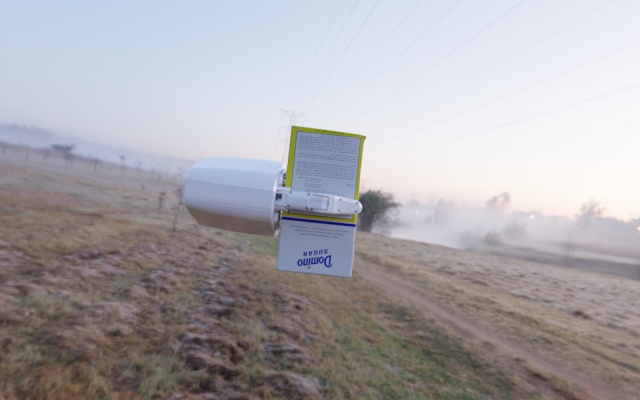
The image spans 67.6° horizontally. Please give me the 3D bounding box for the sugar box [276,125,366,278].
[{"bbox_3d":[0.000,0.002,0.590,0.093,0.176,0.048,7,0,-2],"label":"sugar box"}]
